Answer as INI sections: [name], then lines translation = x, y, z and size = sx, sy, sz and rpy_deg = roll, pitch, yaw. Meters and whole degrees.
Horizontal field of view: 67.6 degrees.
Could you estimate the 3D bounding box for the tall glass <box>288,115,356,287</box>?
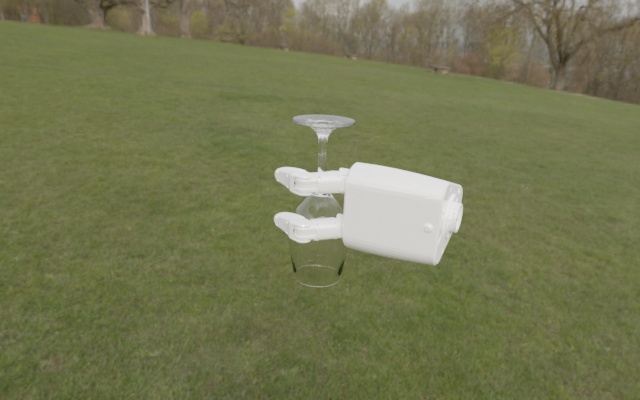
[tall glass]
translation = 0.000, 0.001, 0.579
size = 0.079, 0.201, 0.079
rpy_deg = 2, 19, -1
